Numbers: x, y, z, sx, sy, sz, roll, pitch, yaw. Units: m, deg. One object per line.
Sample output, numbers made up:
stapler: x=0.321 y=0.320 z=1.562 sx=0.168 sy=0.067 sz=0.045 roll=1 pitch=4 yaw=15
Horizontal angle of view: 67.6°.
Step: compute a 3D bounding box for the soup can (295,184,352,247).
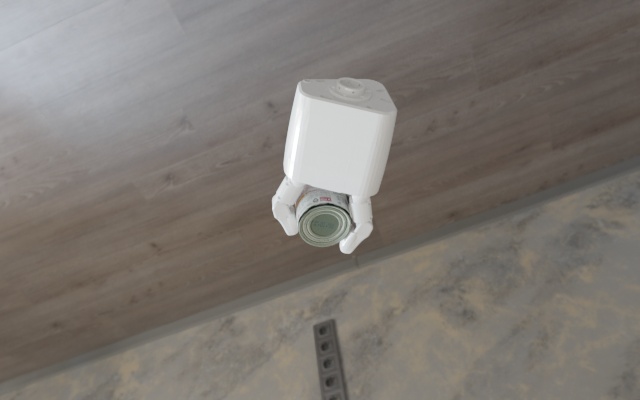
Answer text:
soup can: x=0.000 y=0.003 z=0.617 sx=0.068 sy=0.069 sz=0.102 roll=0 pitch=36 yaw=-8
